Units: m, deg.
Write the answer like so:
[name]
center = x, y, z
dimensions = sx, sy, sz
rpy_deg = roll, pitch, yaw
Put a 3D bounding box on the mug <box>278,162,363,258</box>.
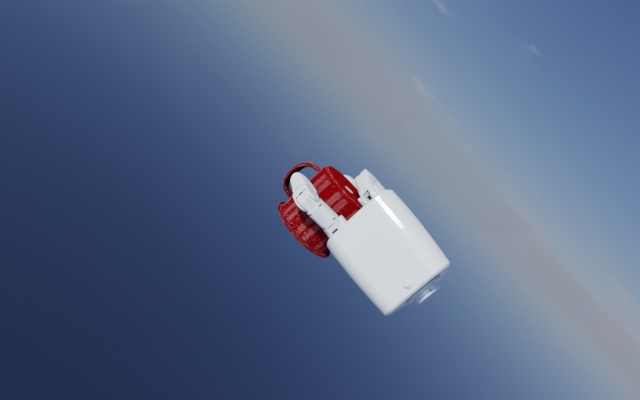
[mug]
center = -0.001, 0.001, 0.605
dimensions = 0.081, 0.117, 0.093
rpy_deg = -43, -19, 14
